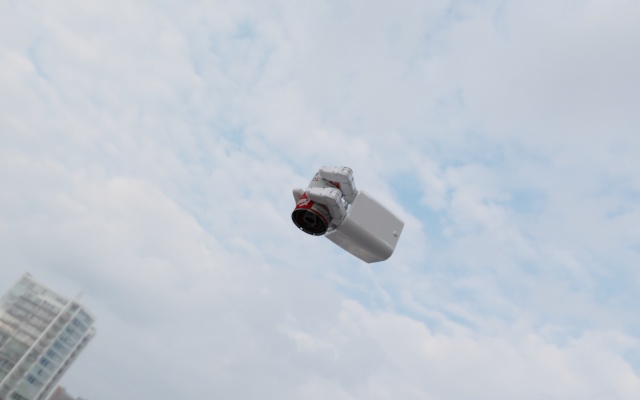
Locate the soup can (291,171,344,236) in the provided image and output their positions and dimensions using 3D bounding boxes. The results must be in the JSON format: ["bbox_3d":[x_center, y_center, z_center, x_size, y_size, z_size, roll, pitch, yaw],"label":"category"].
[{"bbox_3d":[0.000,0.002,0.844,0.068,0.102,0.069,18,-37,15],"label":"soup can"}]
